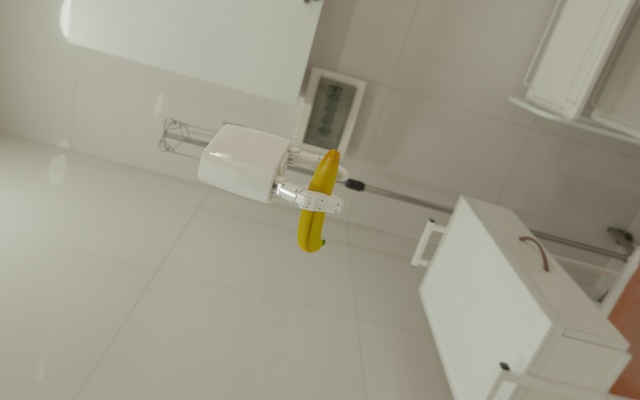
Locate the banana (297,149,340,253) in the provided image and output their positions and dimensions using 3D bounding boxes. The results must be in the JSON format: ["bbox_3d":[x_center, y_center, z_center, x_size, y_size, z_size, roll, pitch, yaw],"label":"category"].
[{"bbox_3d":[-0.007,0.016,0.704,0.037,0.198,0.069,19,44,9],"label":"banana"}]
